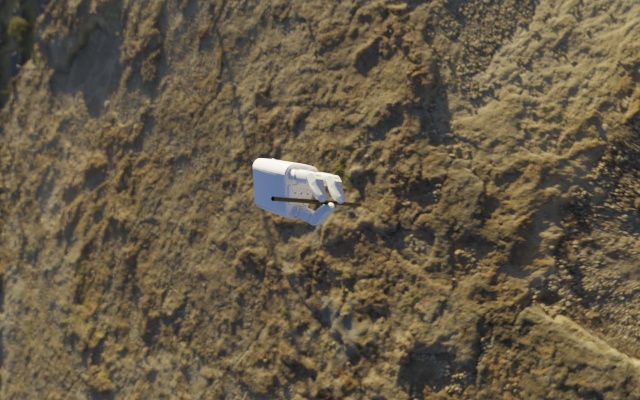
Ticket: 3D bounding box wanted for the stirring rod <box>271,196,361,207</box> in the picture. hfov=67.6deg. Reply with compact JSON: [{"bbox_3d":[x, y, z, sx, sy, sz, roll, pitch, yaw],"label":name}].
[{"bbox_3d":[0.000,0.003,0.882,0.011,0.011,0.239,0,-3,41],"label":"stirring rod"}]
